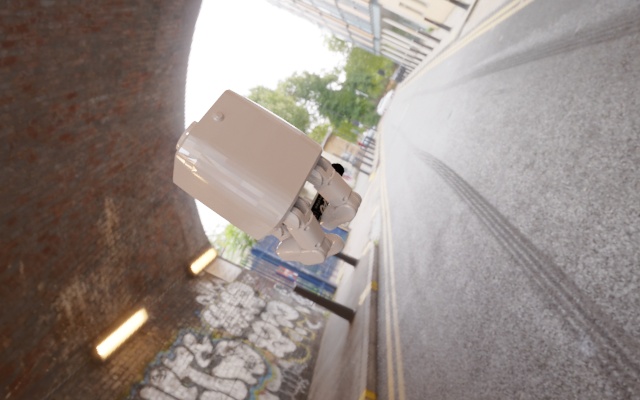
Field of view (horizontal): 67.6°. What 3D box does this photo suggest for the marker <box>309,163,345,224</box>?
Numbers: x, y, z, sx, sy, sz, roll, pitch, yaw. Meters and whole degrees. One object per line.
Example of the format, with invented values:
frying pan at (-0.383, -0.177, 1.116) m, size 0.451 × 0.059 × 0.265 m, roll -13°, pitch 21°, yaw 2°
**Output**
marker at (0.000, 0.002, 0.513) m, size 0.020 × 0.020 × 0.121 m, roll 0°, pitch 44°, yaw 29°
